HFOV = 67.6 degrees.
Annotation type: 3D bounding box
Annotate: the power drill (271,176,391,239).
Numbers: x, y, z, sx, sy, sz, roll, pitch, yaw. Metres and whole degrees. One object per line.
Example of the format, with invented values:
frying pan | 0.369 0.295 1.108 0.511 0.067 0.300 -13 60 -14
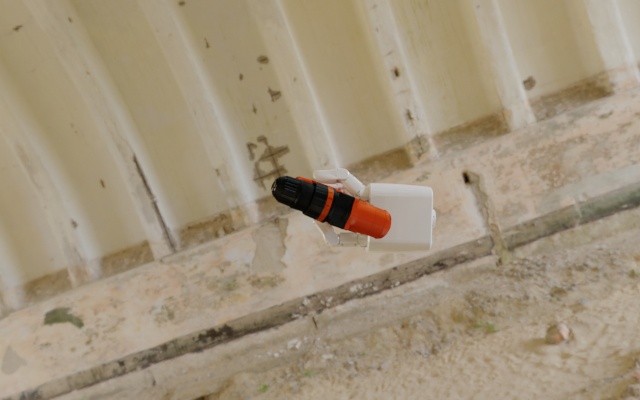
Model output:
power drill | 0.000 0.002 0.750 0.184 0.057 0.187 22 2 -15
